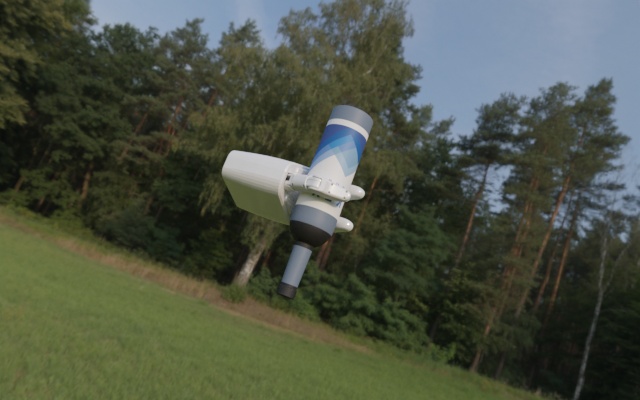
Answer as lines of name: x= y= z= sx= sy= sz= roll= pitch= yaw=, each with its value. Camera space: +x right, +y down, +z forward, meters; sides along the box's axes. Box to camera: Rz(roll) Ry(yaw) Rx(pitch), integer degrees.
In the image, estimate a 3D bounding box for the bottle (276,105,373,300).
bottle: x=0.000 y=0.002 z=0.710 sx=0.069 sy=0.295 sz=0.069 roll=20 pitch=-14 yaw=5
